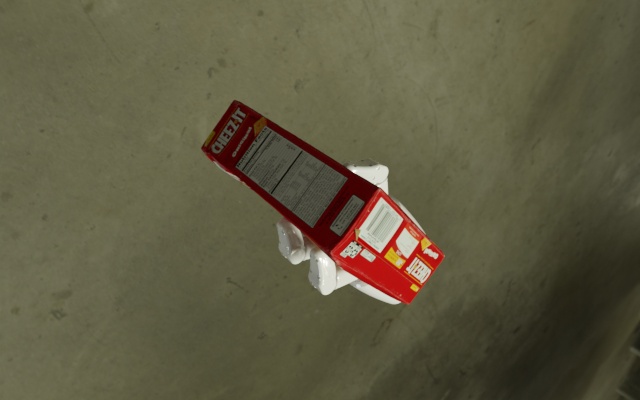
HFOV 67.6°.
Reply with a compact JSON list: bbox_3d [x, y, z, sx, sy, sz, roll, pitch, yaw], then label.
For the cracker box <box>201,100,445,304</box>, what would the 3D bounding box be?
[{"bbox_3d":[0.000,0.002,0.479,0.213,0.072,0.164,35,-2,39],"label":"cracker box"}]
